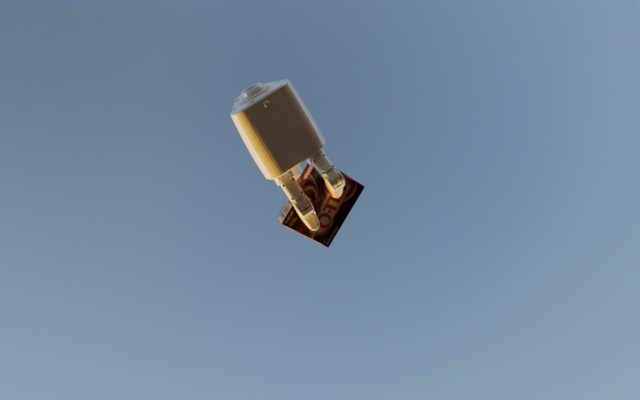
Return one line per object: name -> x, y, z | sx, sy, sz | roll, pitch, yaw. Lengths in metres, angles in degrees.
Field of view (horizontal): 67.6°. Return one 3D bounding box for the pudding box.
pudding box -> 0.000, 0.002, 0.725 | 0.090, 0.113, 0.039 | 29, 6, -25
